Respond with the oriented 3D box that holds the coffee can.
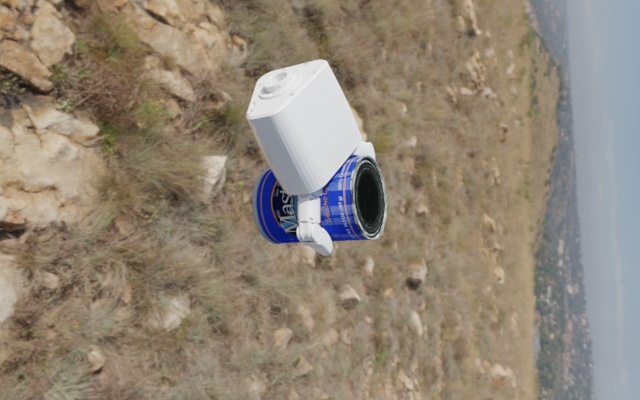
[{"bbox_3d":[0.000,0.002,0.604,0.140,0.103,0.103,-5,-2,29],"label":"coffee can"}]
